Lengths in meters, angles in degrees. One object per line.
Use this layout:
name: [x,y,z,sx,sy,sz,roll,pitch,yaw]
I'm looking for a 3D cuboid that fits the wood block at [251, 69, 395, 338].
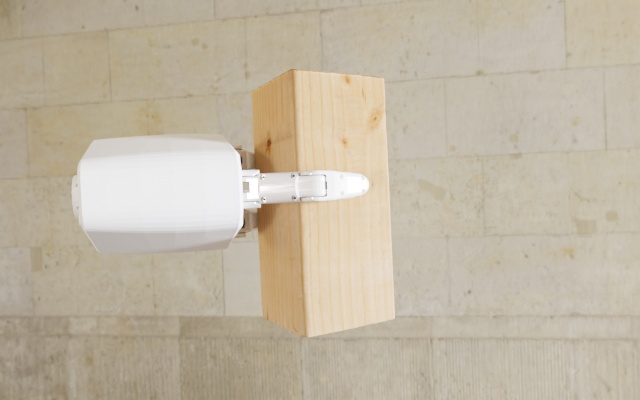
wood block: [0.000,0.001,0.420,0.090,0.206,0.091,-3,1,-29]
